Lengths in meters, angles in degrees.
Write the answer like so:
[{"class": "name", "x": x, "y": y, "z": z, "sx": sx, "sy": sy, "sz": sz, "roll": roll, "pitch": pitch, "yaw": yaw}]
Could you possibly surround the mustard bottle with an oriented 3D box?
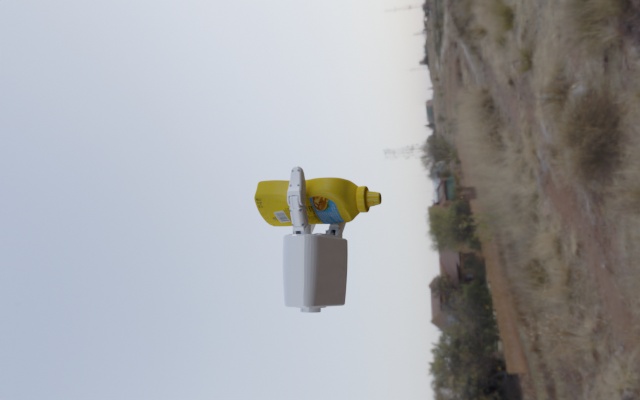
[{"class": "mustard bottle", "x": 0.000, "y": 0.002, "z": 0.747, "sx": 0.191, "sy": 0.058, "sz": 0.096, "roll": -3, "pitch": -36, "yaw": 20}]
